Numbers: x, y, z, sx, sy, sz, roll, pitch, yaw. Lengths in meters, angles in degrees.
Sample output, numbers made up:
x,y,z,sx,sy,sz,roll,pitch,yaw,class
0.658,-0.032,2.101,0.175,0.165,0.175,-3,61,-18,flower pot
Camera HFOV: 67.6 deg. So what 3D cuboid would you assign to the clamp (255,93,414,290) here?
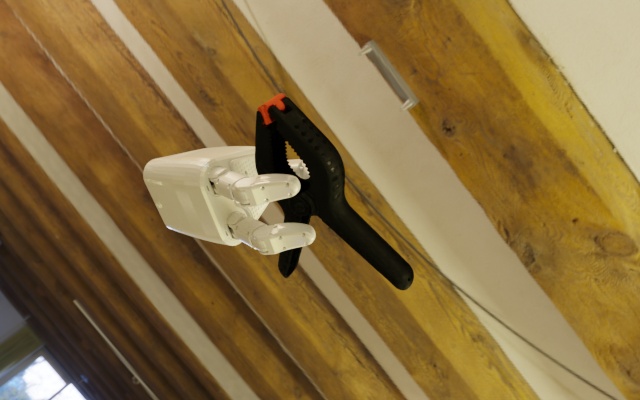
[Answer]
x,y,z,sx,sy,sz,roll,pitch,yaw,class
0.000,0.001,0.456,0.164,0.210,0.036,5,34,34,clamp
